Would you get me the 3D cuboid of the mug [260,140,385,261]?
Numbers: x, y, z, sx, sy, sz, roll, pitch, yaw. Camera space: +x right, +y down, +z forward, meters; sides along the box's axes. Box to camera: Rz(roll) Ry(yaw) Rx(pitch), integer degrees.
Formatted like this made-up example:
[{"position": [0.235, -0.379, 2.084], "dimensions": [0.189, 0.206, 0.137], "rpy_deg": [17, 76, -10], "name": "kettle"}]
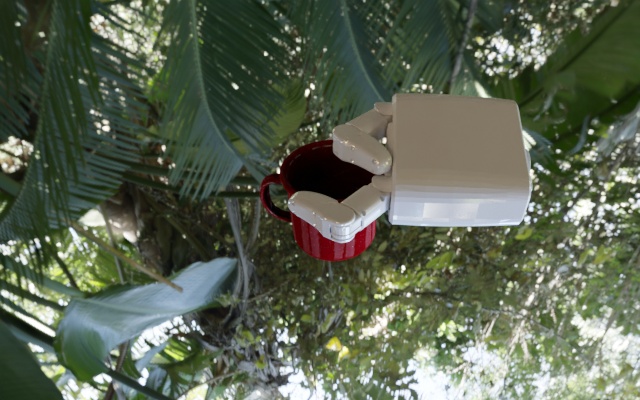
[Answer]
[{"position": [-0.001, 0.002, 0.450], "dimensions": [0.117, 0.082, 0.093], "rpy_deg": [3, 42, 8], "name": "mug"}]
